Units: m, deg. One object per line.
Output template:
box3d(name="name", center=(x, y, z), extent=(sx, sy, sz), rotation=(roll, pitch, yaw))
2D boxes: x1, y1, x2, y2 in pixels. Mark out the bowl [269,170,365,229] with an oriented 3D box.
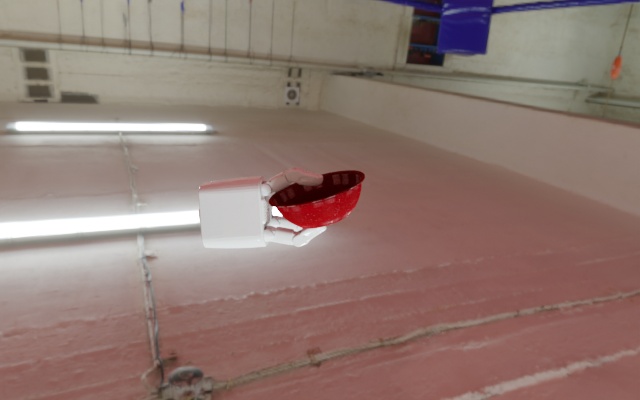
box3d(name="bowl", center=(0.001, 0.003, 0.775), extent=(0.162, 0.055, 0.162), rotation=(-15, 15, 4))
